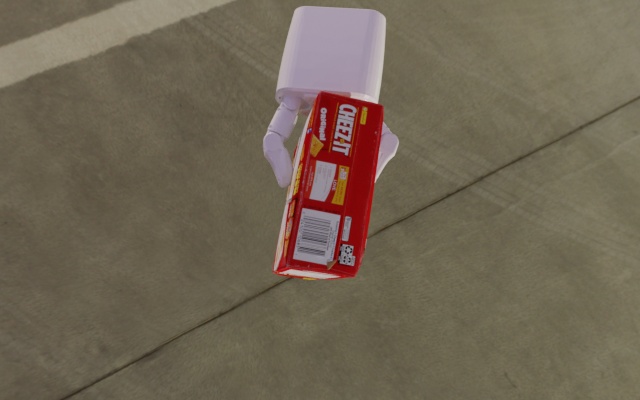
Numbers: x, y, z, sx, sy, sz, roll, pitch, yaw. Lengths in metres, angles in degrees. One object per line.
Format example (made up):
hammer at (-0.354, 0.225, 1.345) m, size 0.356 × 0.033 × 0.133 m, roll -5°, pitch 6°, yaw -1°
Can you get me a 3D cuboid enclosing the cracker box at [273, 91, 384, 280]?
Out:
cracker box at (0.000, 0.002, 0.521) m, size 0.072 × 0.164 × 0.214 m, roll 11°, pitch -11°, yaw -7°
